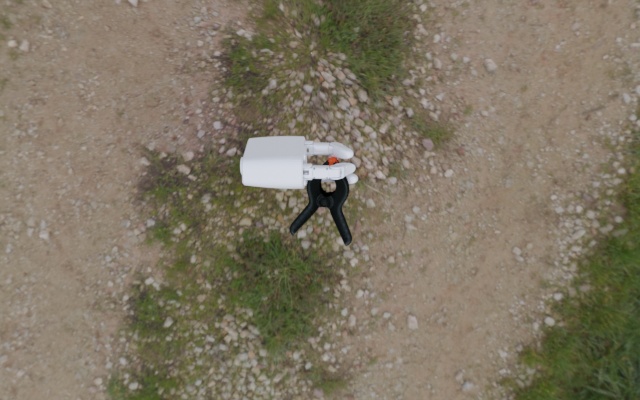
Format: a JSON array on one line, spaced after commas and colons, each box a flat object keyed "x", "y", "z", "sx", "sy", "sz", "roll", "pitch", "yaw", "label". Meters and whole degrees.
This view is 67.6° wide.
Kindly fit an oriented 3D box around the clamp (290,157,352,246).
[{"x": 0.000, "y": 0.003, "z": 0.892, "sx": 0.120, "sy": 0.171, "sz": 0.039, "roll": 1, "pitch": 17, "yaw": 2, "label": "clamp"}]
